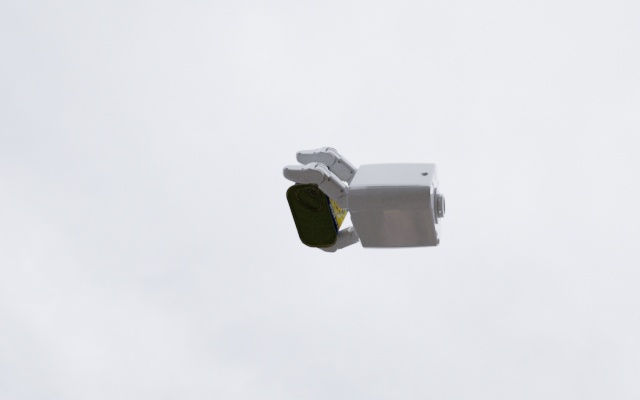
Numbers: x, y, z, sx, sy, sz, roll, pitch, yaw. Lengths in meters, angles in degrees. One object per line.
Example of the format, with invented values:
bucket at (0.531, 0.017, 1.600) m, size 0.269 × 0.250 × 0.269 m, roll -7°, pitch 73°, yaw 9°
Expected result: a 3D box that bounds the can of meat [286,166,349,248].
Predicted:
can of meat at (0.000, 0.002, 0.683) m, size 0.057 × 0.102 × 0.084 m, roll -5°, pitch 28°, yaw 23°
